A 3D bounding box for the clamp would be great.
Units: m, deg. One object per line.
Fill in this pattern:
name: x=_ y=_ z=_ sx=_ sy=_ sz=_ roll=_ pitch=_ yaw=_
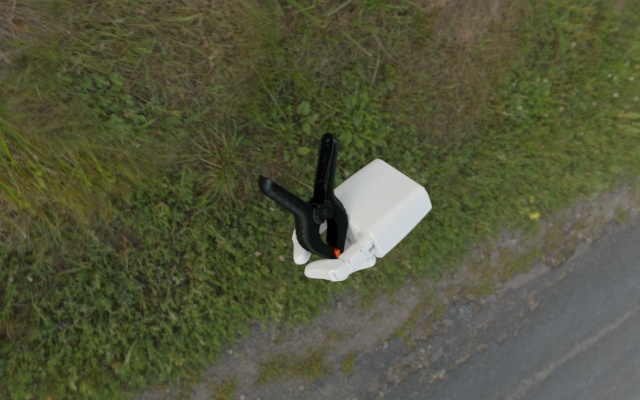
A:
clamp: x=0.000 y=0.002 z=0.610 sx=0.120 sy=0.172 sz=0.039 roll=-40 pitch=38 yaw=-17
